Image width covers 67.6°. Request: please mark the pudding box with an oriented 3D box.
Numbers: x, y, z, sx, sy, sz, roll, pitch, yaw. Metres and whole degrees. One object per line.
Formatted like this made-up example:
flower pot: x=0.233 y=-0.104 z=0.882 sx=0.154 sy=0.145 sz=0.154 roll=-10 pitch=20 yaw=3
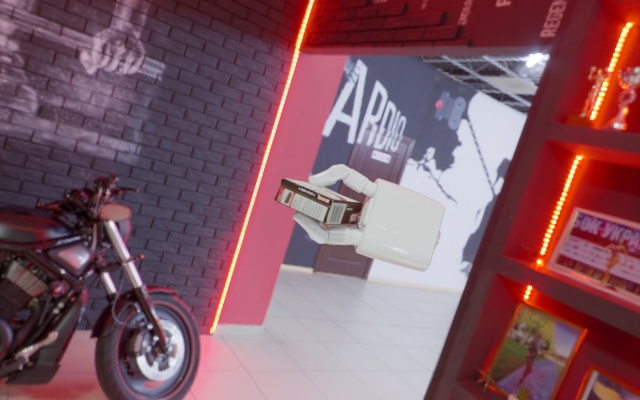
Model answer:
pudding box: x=0.000 y=0.002 z=0.699 sx=0.090 sy=0.039 sz=0.113 roll=23 pitch=6 yaw=25
